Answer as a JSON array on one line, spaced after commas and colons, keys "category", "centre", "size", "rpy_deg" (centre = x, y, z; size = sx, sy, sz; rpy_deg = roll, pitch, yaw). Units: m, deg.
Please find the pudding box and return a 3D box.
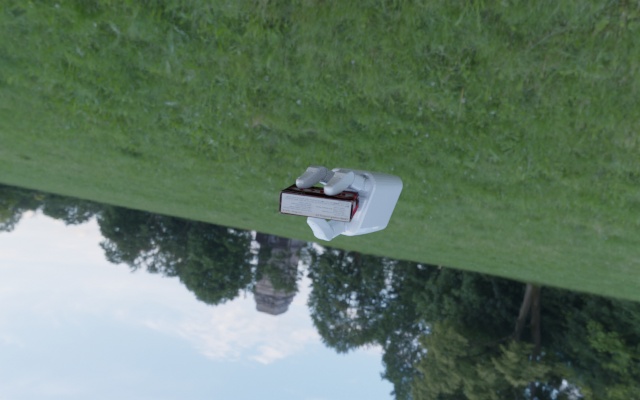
[{"category": "pudding box", "centre": [0.000, 0.003, 0.742], "size": [0.113, 0.039, 0.090], "rpy_deg": [6, 9, 9]}]
